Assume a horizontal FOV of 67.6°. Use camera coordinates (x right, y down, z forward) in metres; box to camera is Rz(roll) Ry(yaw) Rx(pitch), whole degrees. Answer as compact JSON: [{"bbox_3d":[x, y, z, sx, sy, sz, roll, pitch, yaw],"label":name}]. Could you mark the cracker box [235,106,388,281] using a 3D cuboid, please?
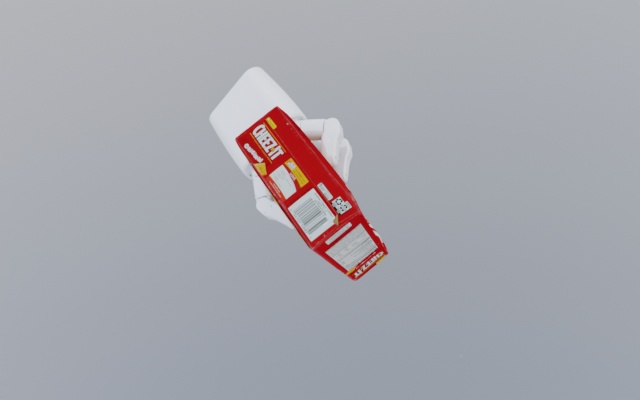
[{"bbox_3d":[0.000,0.002,0.596,0.072,0.164,0.214,-38,-24,2],"label":"cracker box"}]
